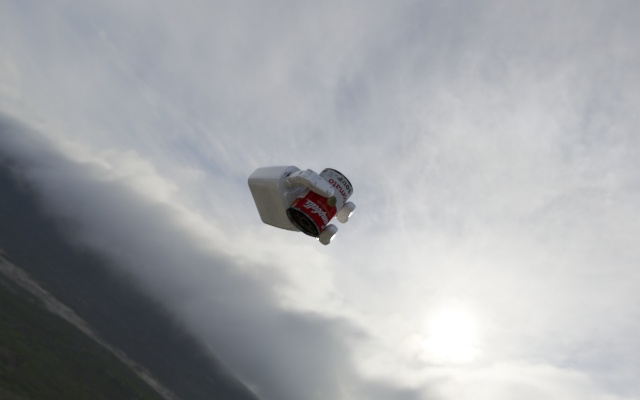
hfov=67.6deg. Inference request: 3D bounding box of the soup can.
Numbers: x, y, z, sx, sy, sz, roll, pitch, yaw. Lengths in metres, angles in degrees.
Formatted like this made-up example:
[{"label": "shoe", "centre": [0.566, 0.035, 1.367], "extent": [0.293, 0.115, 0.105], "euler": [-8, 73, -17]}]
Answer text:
[{"label": "soup can", "centre": [0.001, 0.002, 0.802], "extent": [0.068, 0.068, 0.102], "euler": [0, 42, 53]}]
